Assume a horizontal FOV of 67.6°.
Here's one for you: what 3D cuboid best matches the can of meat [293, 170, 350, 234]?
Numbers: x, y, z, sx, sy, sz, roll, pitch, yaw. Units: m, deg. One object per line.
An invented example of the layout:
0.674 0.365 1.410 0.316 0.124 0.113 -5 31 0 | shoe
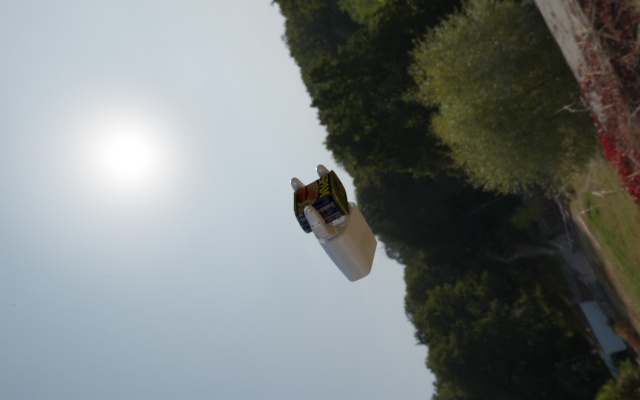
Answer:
0.000 0.003 0.849 0.084 0.057 0.102 -28 29 14 | can of meat
